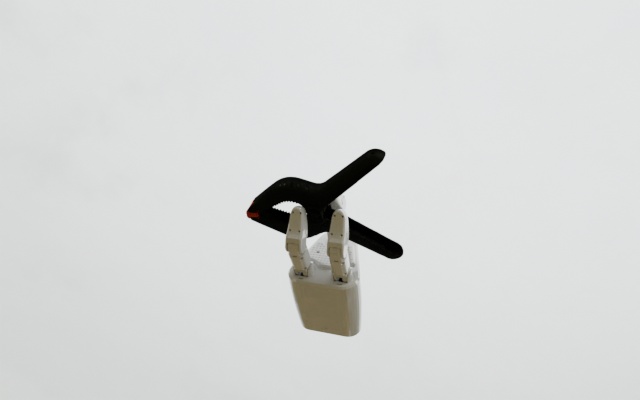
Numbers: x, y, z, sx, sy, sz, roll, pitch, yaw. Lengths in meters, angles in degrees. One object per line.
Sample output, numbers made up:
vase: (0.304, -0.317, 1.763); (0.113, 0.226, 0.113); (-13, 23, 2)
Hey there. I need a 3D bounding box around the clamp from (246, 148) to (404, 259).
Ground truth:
clamp: (0.000, 0.002, 0.613); (0.210, 0.165, 0.036); (5, 38, 17)
